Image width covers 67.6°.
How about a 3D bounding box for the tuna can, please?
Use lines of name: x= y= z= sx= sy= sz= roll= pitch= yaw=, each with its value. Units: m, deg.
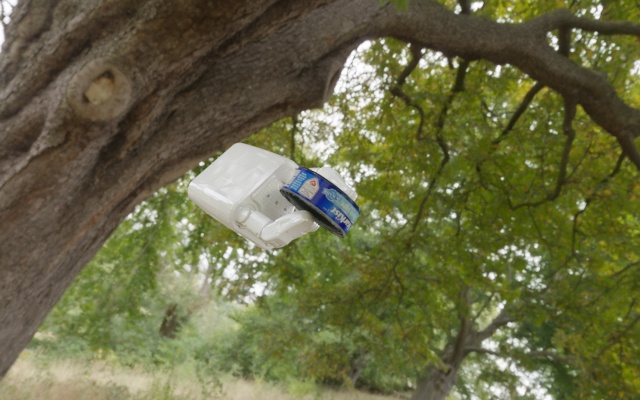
tuna can: x=0.000 y=0.001 z=0.511 sx=0.086 sy=0.033 sz=0.086 roll=35 pitch=-9 yaw=7
